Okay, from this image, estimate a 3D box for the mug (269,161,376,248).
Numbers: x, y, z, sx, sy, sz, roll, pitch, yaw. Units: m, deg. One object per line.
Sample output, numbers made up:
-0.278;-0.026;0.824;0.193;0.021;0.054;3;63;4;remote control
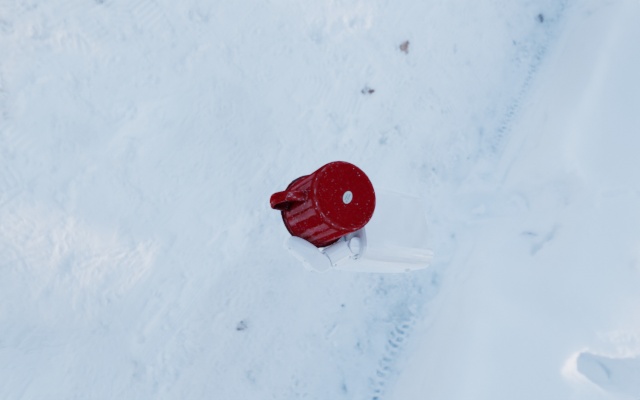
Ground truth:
-0.001;0.001;0.547;0.117;0.093;0.081;8;-17;-24;mug
